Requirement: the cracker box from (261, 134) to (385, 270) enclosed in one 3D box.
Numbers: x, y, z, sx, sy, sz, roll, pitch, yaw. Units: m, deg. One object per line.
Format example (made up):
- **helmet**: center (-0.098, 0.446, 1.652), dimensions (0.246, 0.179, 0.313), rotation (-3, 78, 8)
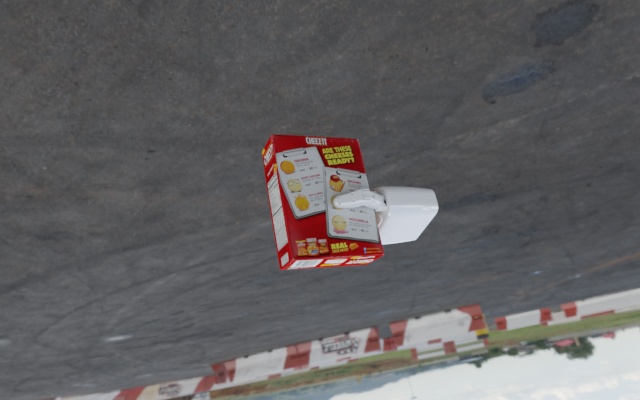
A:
- **cracker box**: center (0.000, 0.003, 0.790), dimensions (0.164, 0.213, 0.072), rotation (-1, -23, -26)
